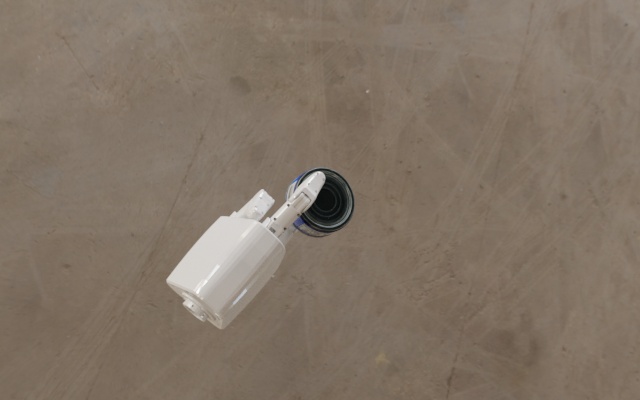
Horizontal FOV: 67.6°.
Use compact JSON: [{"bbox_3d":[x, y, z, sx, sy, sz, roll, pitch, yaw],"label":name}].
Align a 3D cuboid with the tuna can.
[{"bbox_3d":[0.000,0.002,0.607,0.086,0.086,0.034,0,-15,-26],"label":"tuna can"}]
